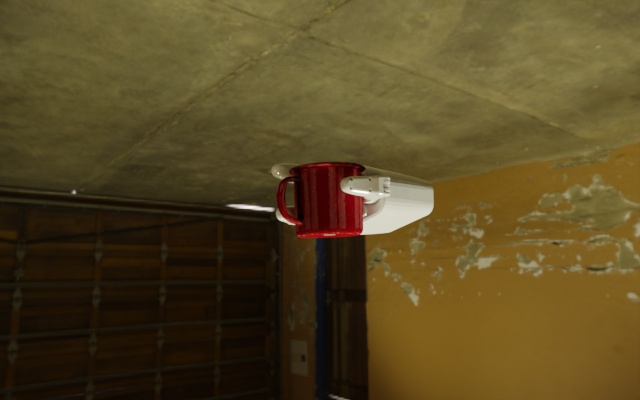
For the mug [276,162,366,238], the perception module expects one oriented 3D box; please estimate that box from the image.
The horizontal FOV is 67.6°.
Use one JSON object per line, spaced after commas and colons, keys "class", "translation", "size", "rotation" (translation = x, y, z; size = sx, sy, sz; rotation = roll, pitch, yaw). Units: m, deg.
{"class": "mug", "translation": [-0.001, 0.002, 0.567], "size": [0.117, 0.081, 0.093], "rotation": [4, -9, -38]}
